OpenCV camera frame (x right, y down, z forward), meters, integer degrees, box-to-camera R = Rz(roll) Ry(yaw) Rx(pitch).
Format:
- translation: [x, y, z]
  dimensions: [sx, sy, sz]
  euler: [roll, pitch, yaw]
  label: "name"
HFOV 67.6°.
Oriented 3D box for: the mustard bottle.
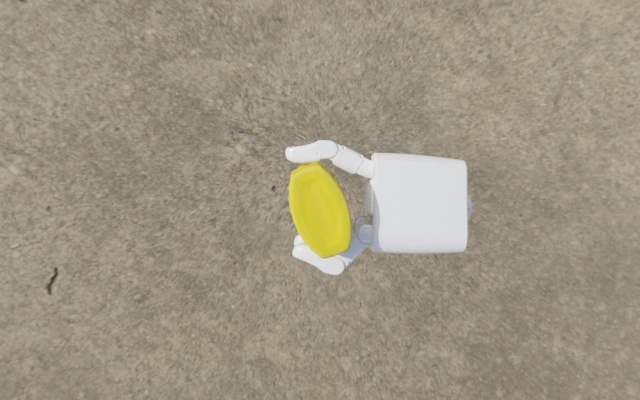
- translation: [0.000, 0.002, 0.565]
  dimensions: [0.058, 0.096, 0.191]
  euler: [-22, 6, 2]
  label: "mustard bottle"
